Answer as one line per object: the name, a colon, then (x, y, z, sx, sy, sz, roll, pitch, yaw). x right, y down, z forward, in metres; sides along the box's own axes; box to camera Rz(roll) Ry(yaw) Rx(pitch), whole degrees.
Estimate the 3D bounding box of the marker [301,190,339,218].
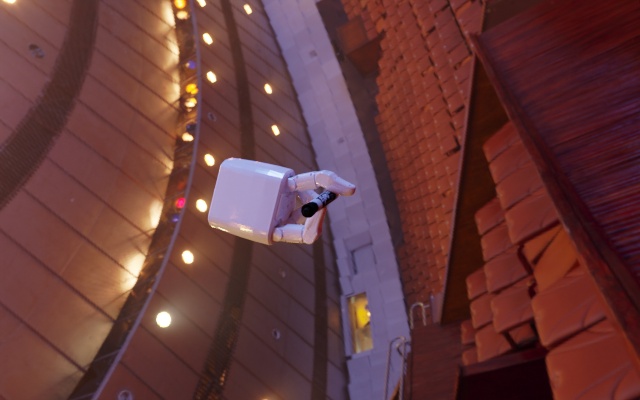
marker: (0.000, 0.002, 0.656, 0.020, 0.020, 0.121, 0, 12, 18)
